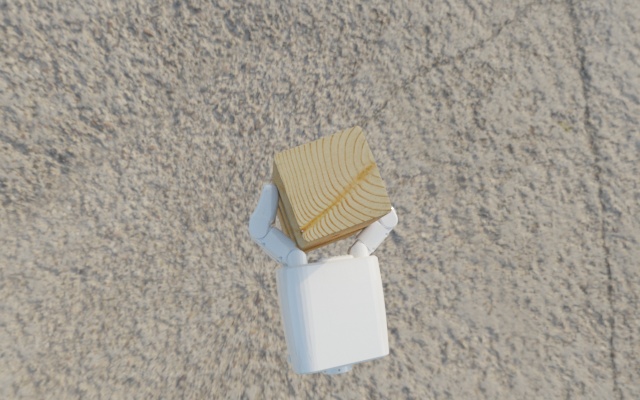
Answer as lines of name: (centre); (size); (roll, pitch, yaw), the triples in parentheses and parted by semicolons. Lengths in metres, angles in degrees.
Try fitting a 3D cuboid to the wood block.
wood block: (0.001, 0.002, 0.540); (0.091, 0.090, 0.206); (-19, -7, -10)
